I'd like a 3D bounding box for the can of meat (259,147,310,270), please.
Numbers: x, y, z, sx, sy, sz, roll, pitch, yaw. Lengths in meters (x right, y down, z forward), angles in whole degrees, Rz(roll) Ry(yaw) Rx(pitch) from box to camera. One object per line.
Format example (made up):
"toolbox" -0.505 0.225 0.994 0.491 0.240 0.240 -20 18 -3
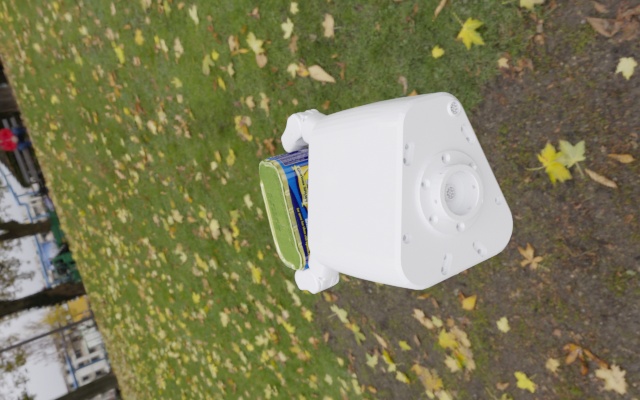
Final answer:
"can of meat" 0.000 0.001 0.416 0.084 0.102 0.057 -19 14 -25
